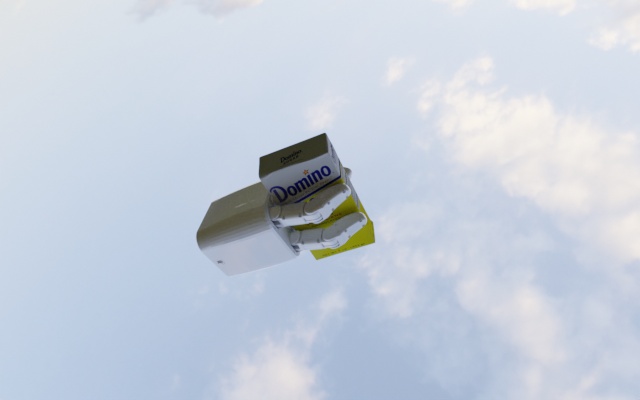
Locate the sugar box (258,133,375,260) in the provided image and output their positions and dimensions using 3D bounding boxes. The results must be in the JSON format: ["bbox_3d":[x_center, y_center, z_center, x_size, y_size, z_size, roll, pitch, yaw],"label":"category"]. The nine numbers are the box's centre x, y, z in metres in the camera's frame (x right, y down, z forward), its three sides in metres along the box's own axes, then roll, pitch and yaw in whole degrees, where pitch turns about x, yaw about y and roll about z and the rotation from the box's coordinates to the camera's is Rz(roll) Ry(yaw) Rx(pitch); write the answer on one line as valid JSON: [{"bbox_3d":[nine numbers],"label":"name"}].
[{"bbox_3d":[0.000,0.003,0.622,0.093,0.048,0.176,-19,-45,14],"label":"sugar box"}]
